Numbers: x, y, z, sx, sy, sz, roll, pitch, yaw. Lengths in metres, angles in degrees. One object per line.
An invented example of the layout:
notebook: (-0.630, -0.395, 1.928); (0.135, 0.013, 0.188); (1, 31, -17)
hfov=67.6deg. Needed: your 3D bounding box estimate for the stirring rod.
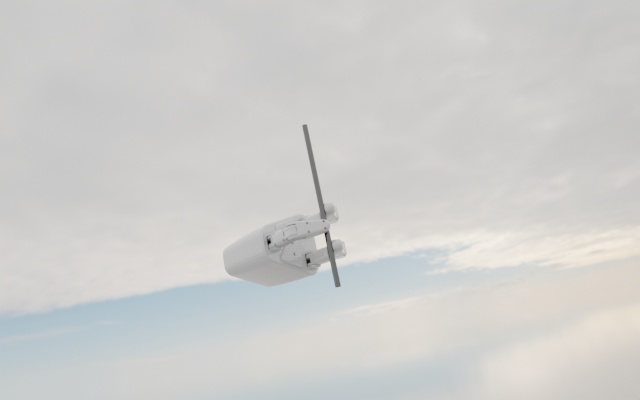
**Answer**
stirring rod: (0.000, 0.002, 0.670); (0.011, 0.239, 0.011); (-11, -16, -3)
